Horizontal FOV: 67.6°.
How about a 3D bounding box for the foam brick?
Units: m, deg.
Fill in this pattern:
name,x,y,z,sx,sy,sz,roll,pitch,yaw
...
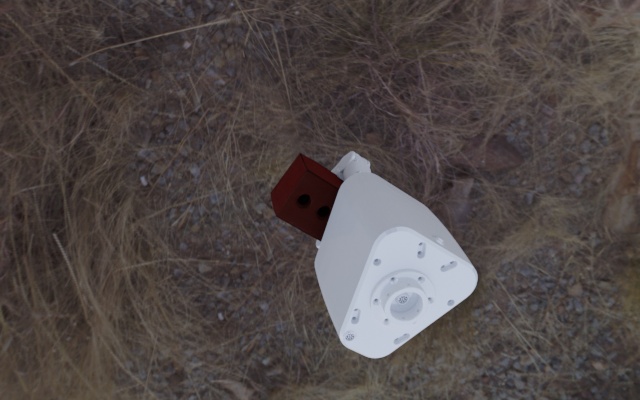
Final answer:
name,x,y,z,sx,sy,sz,roll,pitch,yaw
foam brick,0.000,0.001,0.451,0.078,0.053,0.051,30,16,-20
